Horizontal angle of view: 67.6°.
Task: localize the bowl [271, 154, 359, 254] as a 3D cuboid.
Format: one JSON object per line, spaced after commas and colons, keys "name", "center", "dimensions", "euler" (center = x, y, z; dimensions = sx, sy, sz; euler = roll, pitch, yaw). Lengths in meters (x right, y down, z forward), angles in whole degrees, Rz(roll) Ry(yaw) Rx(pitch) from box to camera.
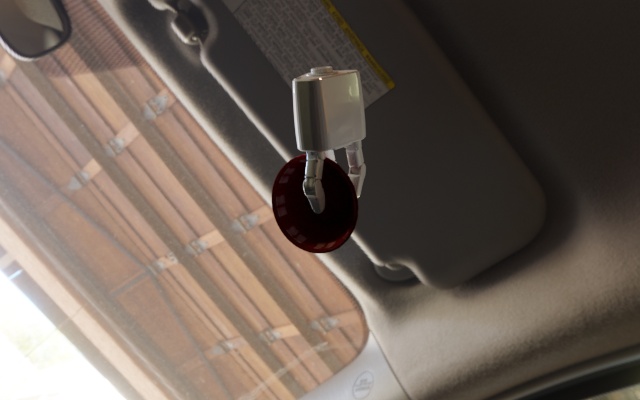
{"name": "bowl", "center": [0.000, 0.004, 0.782], "dimensions": [0.162, 0.162, 0.055], "euler": [0, 9, 31]}
